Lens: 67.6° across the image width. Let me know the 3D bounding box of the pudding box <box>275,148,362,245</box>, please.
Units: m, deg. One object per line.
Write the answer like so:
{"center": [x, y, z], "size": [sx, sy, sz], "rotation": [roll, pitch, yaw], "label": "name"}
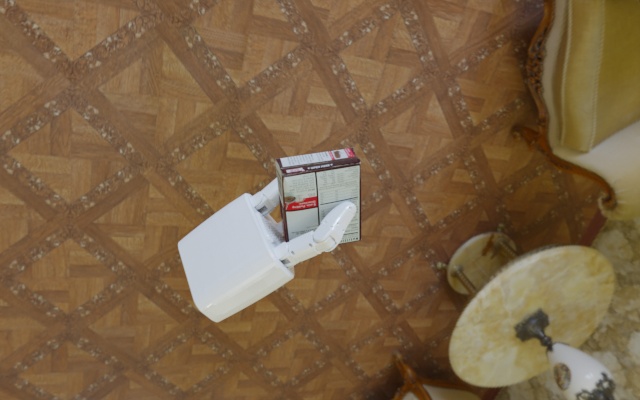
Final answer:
{"center": [0.000, 0.002, 0.542], "size": [0.090, 0.114, 0.039], "rotation": [-10, 37, -10], "label": "pudding box"}
